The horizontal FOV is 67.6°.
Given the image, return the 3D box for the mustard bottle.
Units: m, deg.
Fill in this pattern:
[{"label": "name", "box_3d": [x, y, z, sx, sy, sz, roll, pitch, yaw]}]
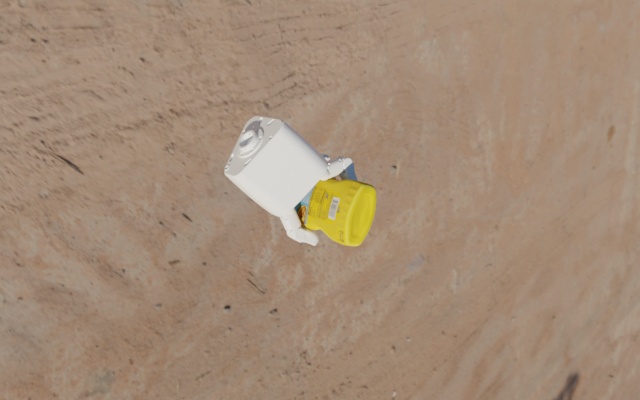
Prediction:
[{"label": "mustard bottle", "box_3d": [0.001, 0.003, 0.764, 0.058, 0.096, 0.191, 10, 6, -42]}]
